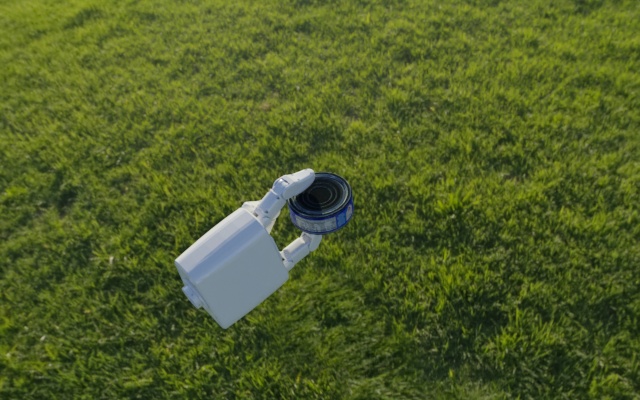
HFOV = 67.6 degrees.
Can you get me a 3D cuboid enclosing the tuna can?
[{"bbox_3d":[0.000,0.002,0.624,0.086,0.086,0.034,0,-44,8],"label":"tuna can"}]
